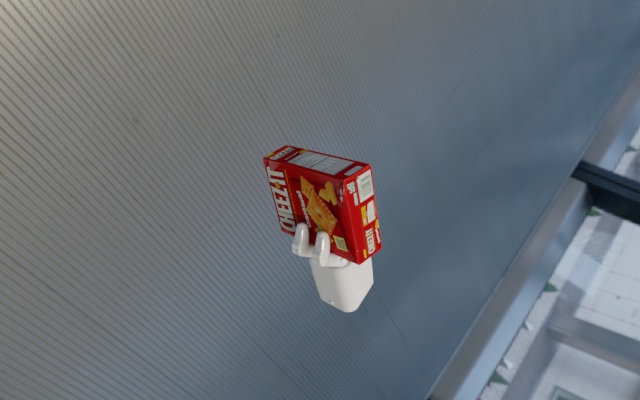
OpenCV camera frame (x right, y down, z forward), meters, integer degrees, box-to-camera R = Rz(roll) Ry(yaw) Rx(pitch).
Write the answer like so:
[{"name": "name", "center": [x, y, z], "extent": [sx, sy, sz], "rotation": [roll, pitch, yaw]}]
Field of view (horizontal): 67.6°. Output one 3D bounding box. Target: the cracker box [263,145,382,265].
[{"name": "cracker box", "center": [0.000, 0.003, 0.848], "extent": [0.072, 0.164, 0.213], "rotation": [-32, 33, -34]}]
